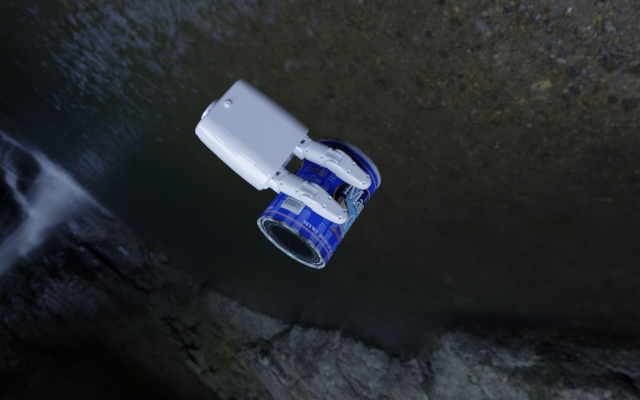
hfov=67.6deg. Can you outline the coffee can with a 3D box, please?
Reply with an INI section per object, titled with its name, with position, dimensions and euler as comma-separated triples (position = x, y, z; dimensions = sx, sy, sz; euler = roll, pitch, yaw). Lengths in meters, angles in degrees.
[coffee can]
position = 0.000, 0.002, 0.625
dimensions = 0.103, 0.140, 0.103
euler = 30, -23, 14
